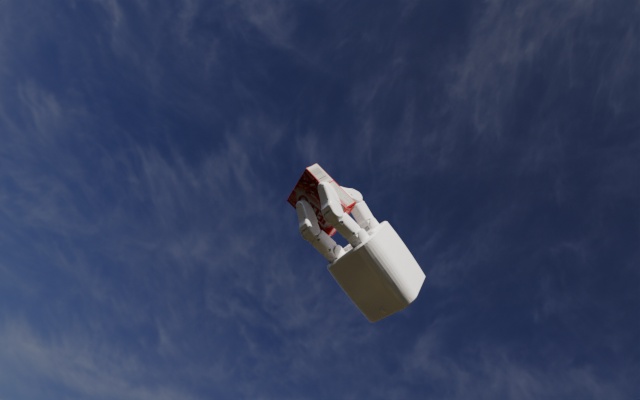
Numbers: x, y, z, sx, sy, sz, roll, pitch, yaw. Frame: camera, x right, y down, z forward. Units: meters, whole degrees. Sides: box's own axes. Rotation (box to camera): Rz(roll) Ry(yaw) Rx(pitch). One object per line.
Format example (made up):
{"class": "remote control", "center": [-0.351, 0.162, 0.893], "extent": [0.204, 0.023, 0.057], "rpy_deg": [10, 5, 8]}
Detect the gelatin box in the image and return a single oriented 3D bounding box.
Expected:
{"class": "gelatin box", "center": [0.000, 0.002, 0.710], "extent": [0.030, 0.089, 0.073], "rpy_deg": [-28, -21, -47]}
